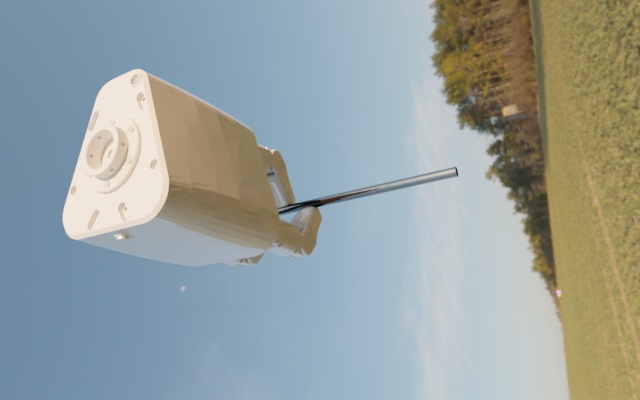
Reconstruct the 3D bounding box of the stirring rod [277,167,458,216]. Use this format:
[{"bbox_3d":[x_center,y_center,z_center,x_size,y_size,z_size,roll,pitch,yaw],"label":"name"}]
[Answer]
[{"bbox_3d":[0.000,0.001,0.421,0.239,0.011,0.011,-13,-6,27],"label":"stirring rod"}]
